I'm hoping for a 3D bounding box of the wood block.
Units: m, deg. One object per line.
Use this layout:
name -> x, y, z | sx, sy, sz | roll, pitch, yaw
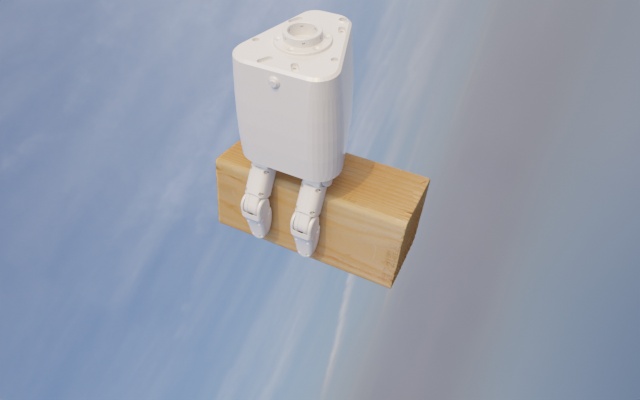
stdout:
wood block -> 0.000, 0.001, 0.518 | 0.206, 0.090, 0.090 | 20, 39, 17
